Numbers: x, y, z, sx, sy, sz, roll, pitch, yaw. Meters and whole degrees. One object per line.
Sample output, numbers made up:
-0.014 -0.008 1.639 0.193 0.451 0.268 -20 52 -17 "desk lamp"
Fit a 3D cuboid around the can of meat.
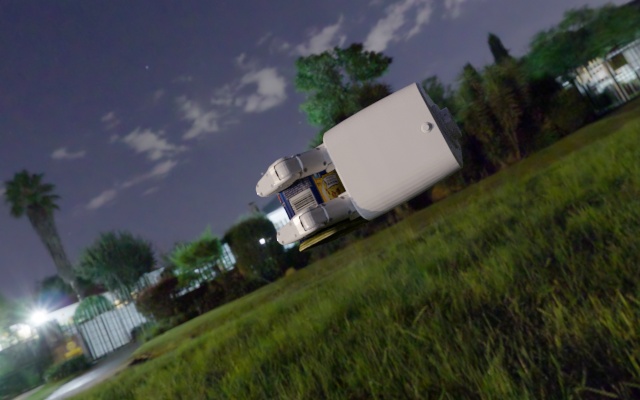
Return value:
0.000 0.001 0.526 0.057 0.084 0.102 -29 -9 25 "can of meat"
